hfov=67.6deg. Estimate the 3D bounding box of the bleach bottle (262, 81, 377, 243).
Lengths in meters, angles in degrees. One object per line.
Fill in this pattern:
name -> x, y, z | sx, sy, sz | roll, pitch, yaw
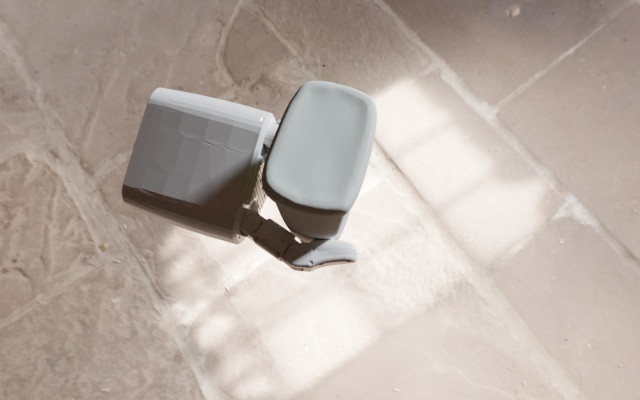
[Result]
bleach bottle -> 0.000, 0.001, 0.438 | 0.068, 0.102, 0.251 | 16, -19, 5
